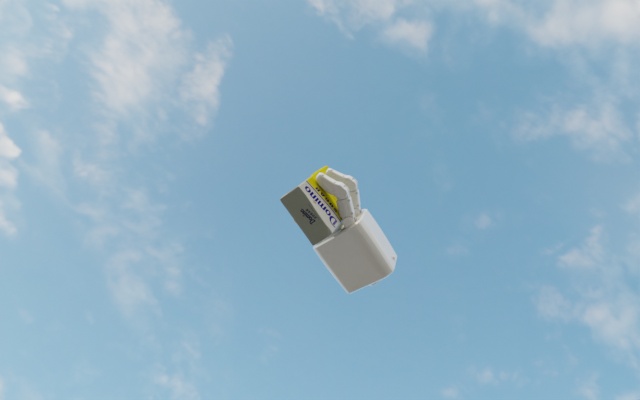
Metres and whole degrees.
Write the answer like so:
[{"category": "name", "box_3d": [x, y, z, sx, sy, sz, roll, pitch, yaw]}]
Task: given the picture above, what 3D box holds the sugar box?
[{"category": "sugar box", "box_3d": [0.001, 0.002, 0.811, 0.048, 0.093, 0.176, -34, 4, 18]}]
